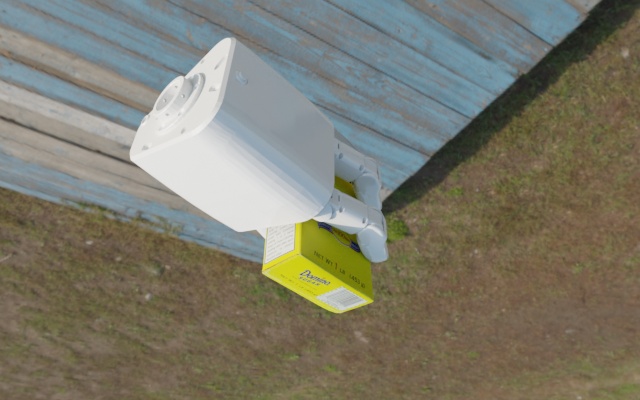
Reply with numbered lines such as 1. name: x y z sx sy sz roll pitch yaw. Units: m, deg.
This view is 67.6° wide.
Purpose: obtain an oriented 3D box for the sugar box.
1. sugar box: 0.000 0.001 0.424 0.048 0.176 0.093 -27 -46 30
